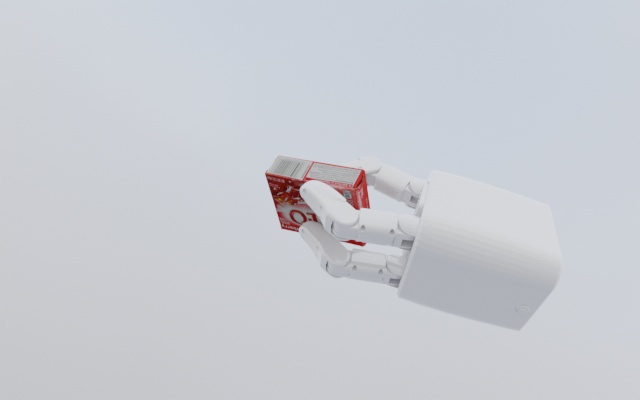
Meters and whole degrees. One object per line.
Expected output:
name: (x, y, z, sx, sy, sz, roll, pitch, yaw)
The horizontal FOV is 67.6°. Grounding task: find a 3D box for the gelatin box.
gelatin box: (0.000, 0.001, 0.434, 0.089, 0.073, 0.030, 11, 48, 23)
